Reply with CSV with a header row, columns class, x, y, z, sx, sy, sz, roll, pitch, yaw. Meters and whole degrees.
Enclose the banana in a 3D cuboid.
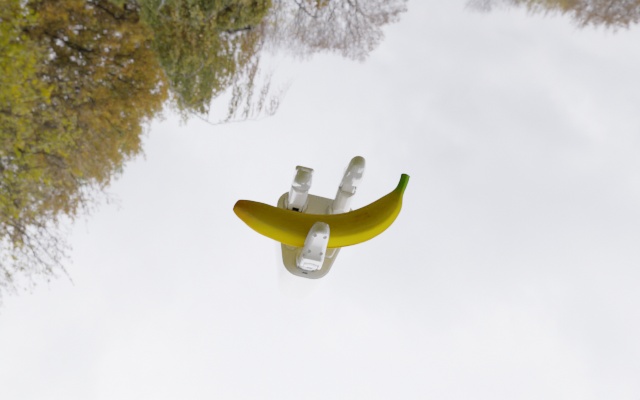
class,x,y,z,sx,sy,sz,roll,pitch,yaw
banana,0.007,0.019,0.522,0.198,0.069,0.037,-9,-7,-11
